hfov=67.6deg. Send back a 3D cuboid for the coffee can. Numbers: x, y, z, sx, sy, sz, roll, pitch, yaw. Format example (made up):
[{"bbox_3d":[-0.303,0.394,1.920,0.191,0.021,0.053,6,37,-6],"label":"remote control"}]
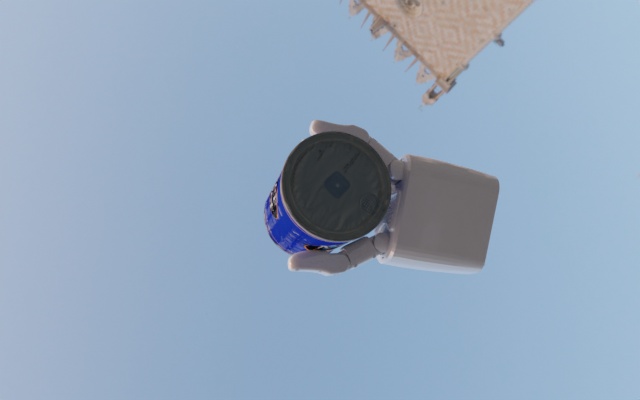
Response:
[{"bbox_3d":[0.000,0.002,0.492,0.103,0.102,0.140,0,-13,-13],"label":"coffee can"}]
